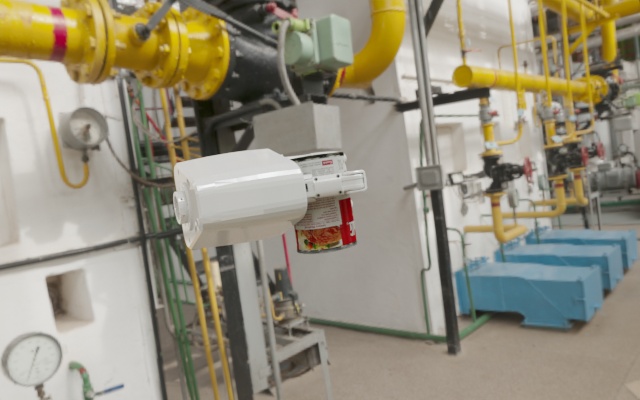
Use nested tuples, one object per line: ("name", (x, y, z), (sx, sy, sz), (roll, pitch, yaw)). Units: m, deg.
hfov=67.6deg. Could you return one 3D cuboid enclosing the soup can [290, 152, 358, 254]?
("soup can", (0.001, 0.001, 0.525), (0.068, 0.102, 0.068), (-8, 3, 0))
